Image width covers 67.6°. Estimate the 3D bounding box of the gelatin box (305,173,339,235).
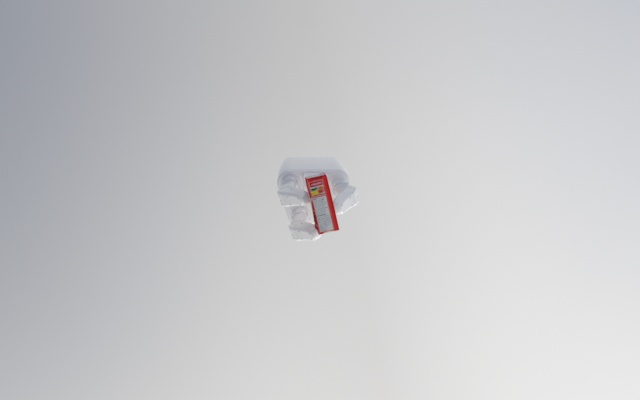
[{"bbox_3d":[0.001,0.002,0.636,0.030,0.073,0.089,-13,6,-2],"label":"gelatin box"}]
